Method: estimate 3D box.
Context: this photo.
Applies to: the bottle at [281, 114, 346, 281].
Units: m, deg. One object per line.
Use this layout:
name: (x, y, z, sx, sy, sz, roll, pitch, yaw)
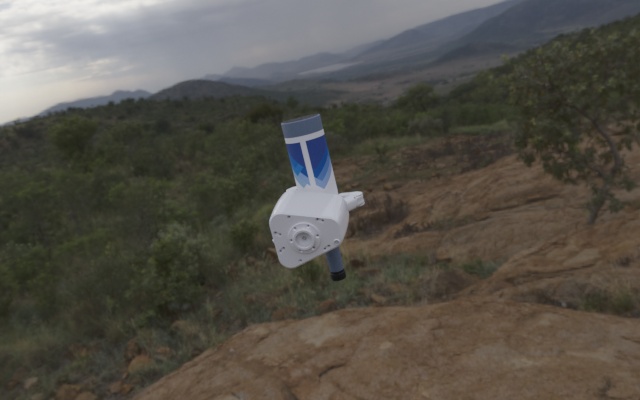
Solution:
bottle: (0.000, 0.002, 0.829, 0.069, 0.296, 0.069, -13, 15, 4)
